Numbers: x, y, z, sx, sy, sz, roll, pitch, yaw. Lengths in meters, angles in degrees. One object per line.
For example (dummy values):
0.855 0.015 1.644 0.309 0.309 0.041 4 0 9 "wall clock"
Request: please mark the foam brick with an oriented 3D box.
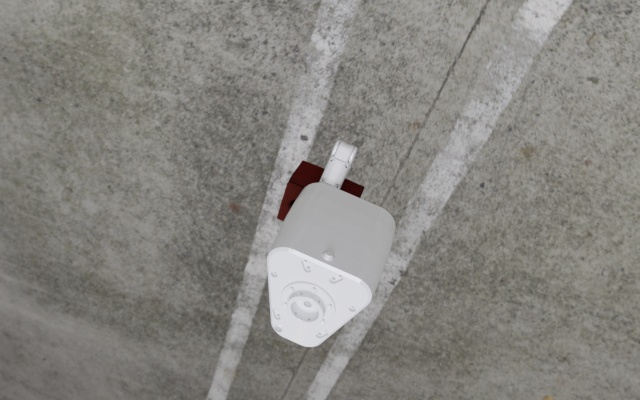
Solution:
0.000 0.002 0.518 0.078 0.053 0.051 23 36 4 "foam brick"
